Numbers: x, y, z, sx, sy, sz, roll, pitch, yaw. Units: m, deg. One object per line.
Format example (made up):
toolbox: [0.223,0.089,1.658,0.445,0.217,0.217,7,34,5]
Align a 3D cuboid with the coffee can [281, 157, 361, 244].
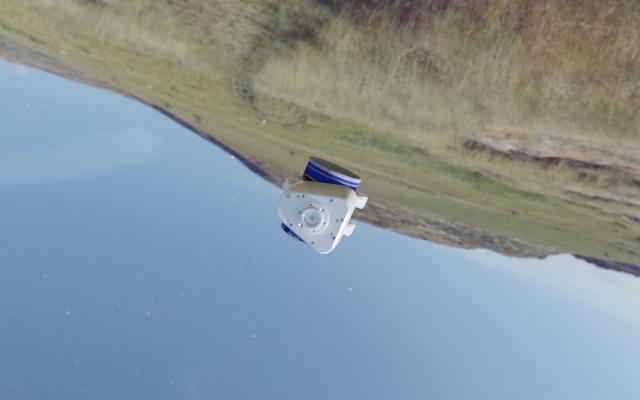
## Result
coffee can: [0.000,0.003,0.882,0.103,0.140,0.102,23,11,-5]
